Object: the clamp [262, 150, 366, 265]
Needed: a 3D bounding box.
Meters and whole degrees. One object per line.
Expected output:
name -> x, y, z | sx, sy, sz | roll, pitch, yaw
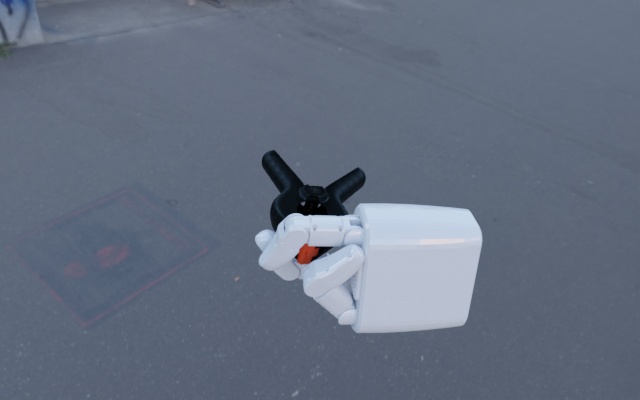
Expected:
clamp -> 0.000, 0.001, 0.496 | 0.120, 0.039, 0.171 | 1, 37, -9
